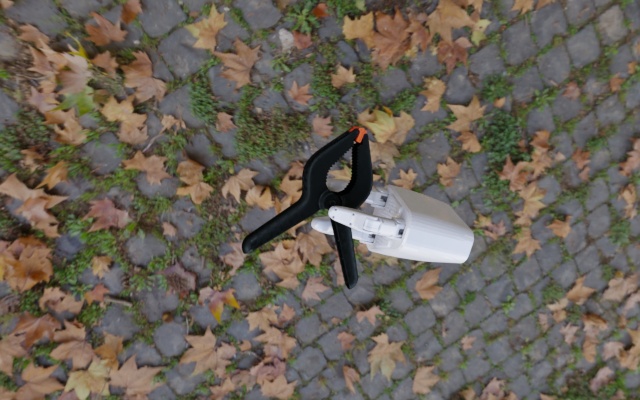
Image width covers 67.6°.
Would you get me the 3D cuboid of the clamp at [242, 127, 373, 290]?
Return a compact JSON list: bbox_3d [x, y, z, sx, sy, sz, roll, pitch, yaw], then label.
[{"bbox_3d":[0.001,0.002,0.609,0.164,0.210,0.036,14,8,-19],"label":"clamp"}]
